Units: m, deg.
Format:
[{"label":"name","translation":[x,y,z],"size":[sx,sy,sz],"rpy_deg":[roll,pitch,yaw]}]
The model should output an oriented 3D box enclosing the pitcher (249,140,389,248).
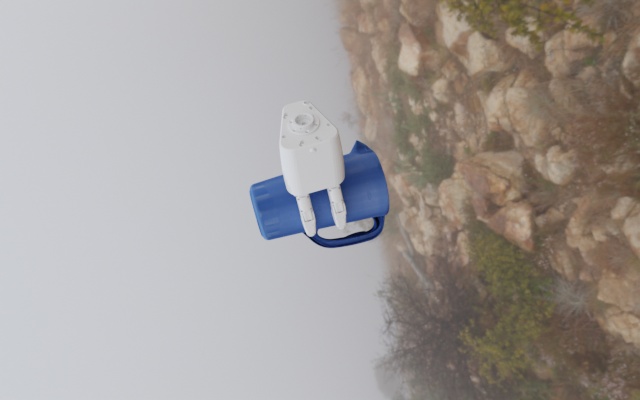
[{"label":"pitcher","translation":[0.000,0.003,0.889],"size":[0.243,0.149,0.145],"rpy_deg":[-15,-36,-6]}]
